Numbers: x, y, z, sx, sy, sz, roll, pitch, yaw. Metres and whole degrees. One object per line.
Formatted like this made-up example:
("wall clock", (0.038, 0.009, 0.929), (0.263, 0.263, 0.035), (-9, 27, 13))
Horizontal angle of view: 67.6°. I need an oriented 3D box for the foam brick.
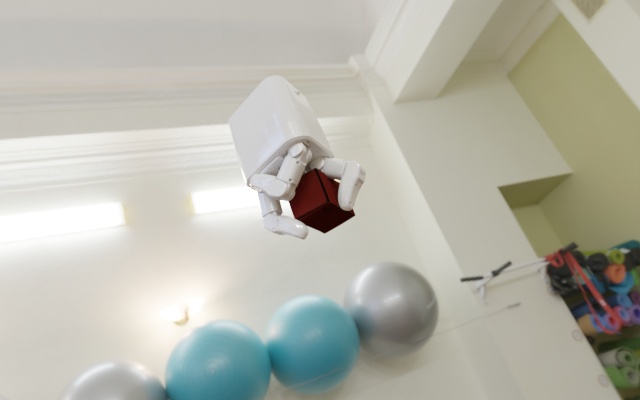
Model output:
("foam brick", (0.000, 0.002, 0.608), (0.053, 0.051, 0.078), (-30, -27, 17))
